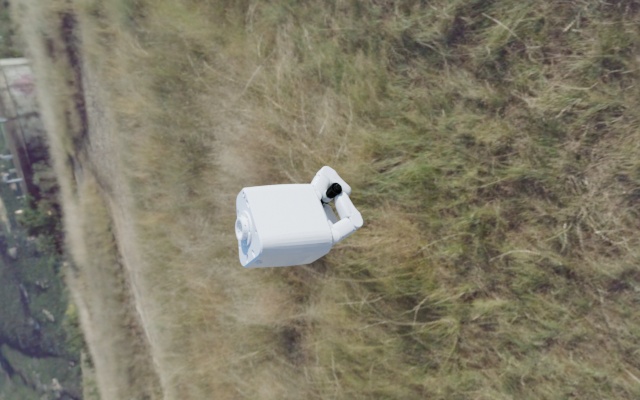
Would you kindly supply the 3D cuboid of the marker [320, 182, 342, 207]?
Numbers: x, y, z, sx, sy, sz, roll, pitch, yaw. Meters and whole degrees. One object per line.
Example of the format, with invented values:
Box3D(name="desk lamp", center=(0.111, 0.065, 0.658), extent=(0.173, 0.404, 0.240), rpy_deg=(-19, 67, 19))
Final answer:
Box3D(name="marker", center=(0.000, 0.002, 0.741), extent=(0.020, 0.020, 0.121), rpy_deg=(0, -22, -28))
